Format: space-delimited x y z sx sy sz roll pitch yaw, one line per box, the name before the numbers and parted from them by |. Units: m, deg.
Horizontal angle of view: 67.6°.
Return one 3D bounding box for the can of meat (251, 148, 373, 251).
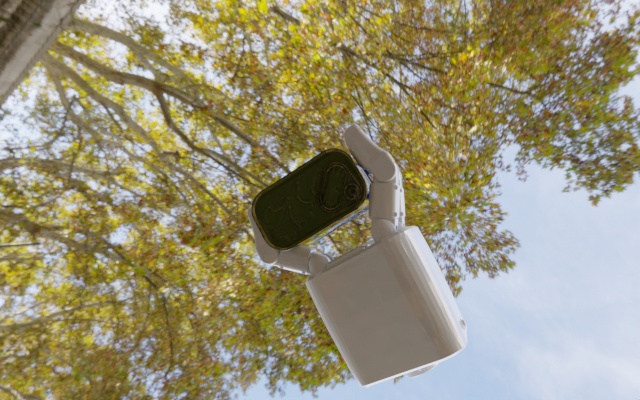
can of meat | 0.000 0.001 0.443 0.102 0.057 0.084 -32 -11 12
